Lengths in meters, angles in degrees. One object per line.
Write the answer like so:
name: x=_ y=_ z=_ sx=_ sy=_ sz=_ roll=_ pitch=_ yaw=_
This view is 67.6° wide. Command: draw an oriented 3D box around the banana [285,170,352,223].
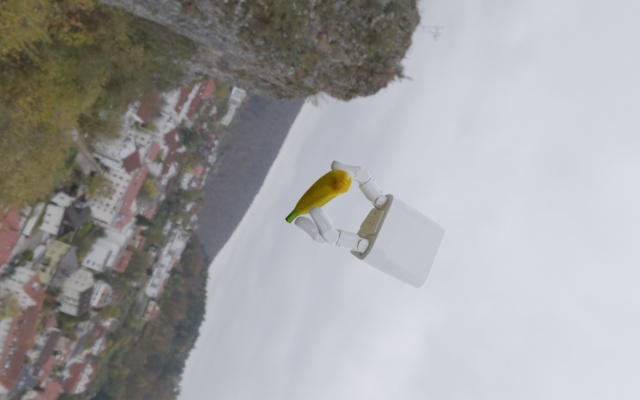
banana: x=0.007 y=-0.011 z=0.714 sx=0.037 sy=0.069 sz=0.198 roll=36 pitch=-28 yaw=-10
